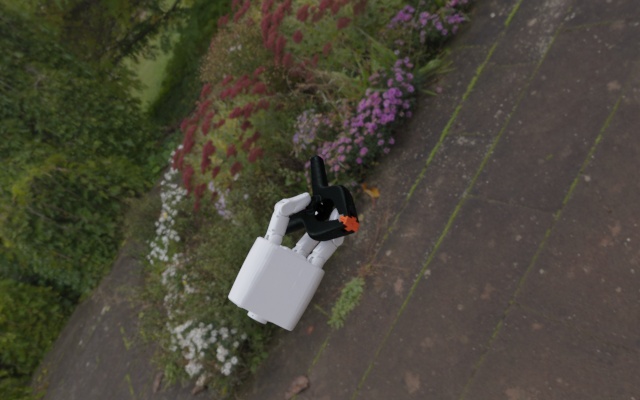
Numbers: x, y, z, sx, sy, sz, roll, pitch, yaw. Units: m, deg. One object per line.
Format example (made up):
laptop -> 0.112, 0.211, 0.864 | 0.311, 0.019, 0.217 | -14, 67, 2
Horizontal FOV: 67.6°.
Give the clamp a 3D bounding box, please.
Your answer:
clamp -> 0.000, 0.002, 0.769 | 0.036, 0.164, 0.210 | 32, -11, -31
